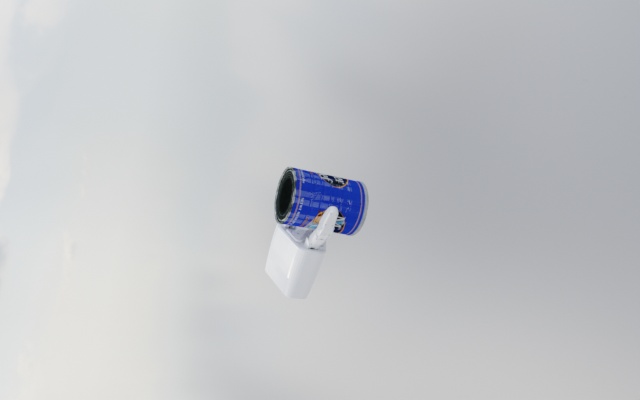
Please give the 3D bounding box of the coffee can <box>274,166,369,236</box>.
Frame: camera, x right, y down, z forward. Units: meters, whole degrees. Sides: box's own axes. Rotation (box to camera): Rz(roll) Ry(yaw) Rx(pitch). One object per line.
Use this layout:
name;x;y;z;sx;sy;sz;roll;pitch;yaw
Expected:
coffee can;0.000;0.003;0.852;0.140;0.103;0.103;11;-4;-22
